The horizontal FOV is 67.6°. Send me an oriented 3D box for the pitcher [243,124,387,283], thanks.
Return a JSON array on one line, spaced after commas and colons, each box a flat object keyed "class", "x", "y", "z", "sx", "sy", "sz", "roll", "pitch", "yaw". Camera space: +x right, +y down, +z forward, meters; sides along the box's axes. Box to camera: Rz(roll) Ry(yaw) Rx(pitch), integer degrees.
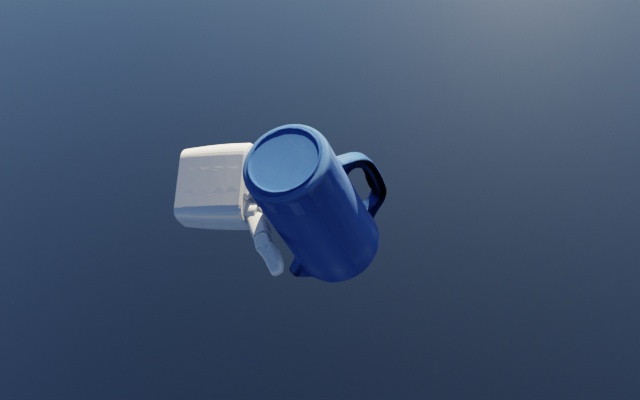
[{"class": "pitcher", "x": 0.000, "y": 0.002, "z": 0.641, "sx": 0.145, "sy": 0.149, "sz": 0.243, "roll": -1, "pitch": -28, "yaw": 18}]
